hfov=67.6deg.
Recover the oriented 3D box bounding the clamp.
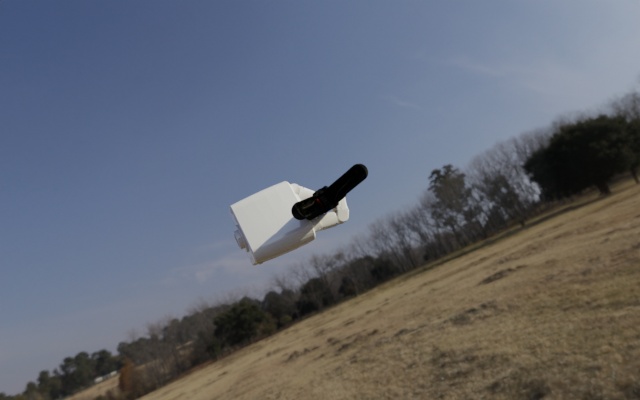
[{"bbox_3d":[0.000,0.002,0.714,0.120,0.039,0.171,-26,-9,-16],"label":"clamp"}]
